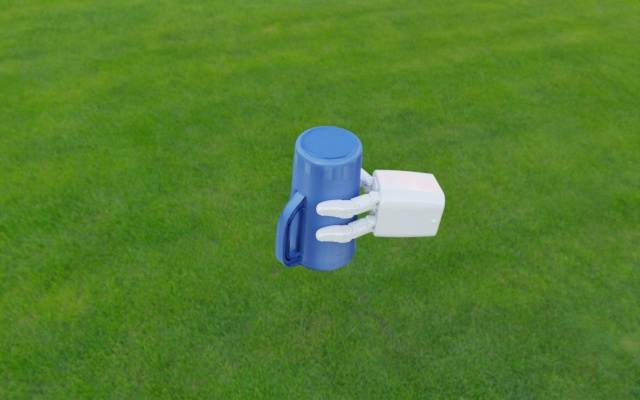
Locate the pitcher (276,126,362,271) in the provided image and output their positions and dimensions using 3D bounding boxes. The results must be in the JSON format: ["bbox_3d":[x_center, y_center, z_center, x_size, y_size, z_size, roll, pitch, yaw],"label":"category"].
[{"bbox_3d":[0.000,0.003,0.827,0.145,0.243,0.149,3,41,0],"label":"pitcher"}]
